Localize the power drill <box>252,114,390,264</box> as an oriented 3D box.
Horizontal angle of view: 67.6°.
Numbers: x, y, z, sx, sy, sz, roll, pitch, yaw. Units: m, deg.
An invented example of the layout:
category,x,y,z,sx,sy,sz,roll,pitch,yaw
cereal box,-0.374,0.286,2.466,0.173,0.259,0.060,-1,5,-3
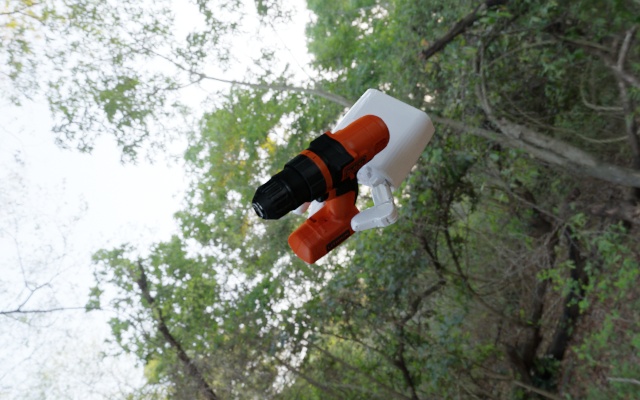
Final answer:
category,x,y,z,sx,sy,sz,roll,pitch,yaw
power drill,0.000,0.002,0.576,0.184,0.057,0.188,-34,-25,-24
